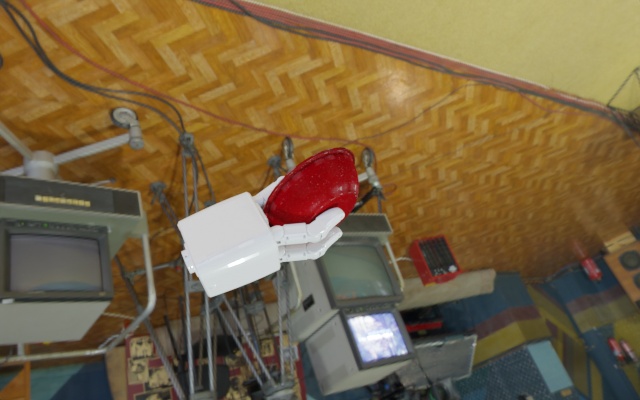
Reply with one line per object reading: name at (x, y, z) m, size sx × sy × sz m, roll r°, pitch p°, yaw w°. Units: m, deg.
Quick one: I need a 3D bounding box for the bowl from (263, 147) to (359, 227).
bowl at (0.001, 0.002, 0.679) m, size 0.162 × 0.055 × 0.162 m, roll -32°, pitch -25°, yaw -17°
